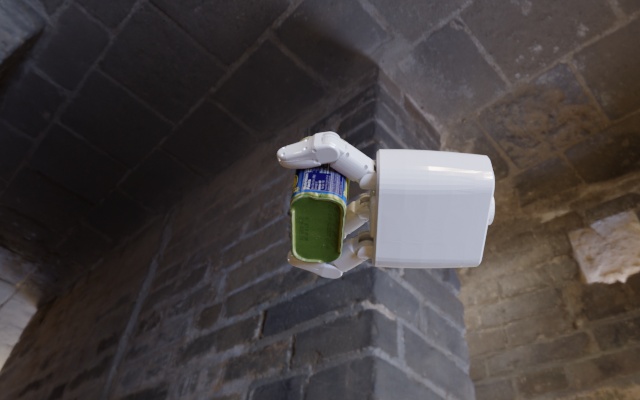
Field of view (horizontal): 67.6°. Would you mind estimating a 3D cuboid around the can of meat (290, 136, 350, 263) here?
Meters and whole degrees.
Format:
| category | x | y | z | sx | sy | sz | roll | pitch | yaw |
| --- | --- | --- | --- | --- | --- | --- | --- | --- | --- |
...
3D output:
| category | x | y | z | sx | sy | sz | roll | pitch | yaw |
| --- | --- | --- | --- | --- | --- | --- | --- | --- | --- |
| can of meat | 0.000 | 0.002 | 0.481 | 0.057 | 0.083 | 0.102 | 4 | -45 | 2 |
